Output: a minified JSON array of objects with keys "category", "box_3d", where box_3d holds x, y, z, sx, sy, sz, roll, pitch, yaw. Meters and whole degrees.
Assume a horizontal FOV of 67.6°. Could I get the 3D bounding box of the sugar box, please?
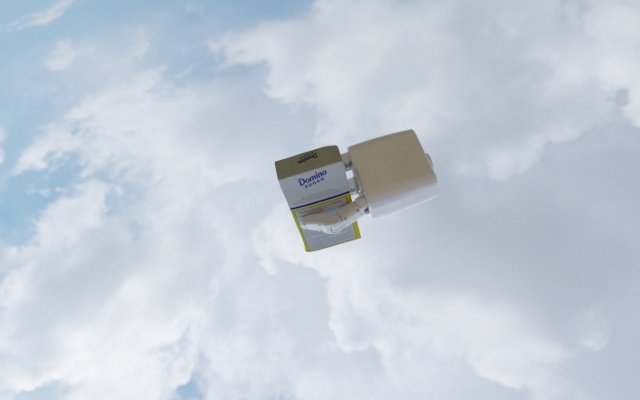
[{"category":"sugar box","box_3d":[0.000,0.002,0.710,0.093,0.048,0.176,-16,-45,1]}]
